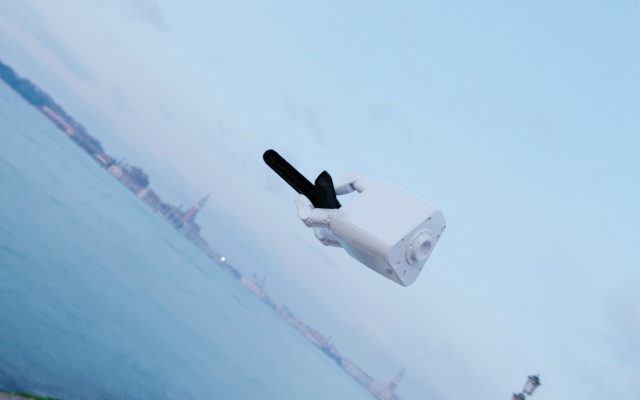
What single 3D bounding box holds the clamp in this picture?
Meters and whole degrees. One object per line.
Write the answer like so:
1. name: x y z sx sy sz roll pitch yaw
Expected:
1. clamp: 0.001 0.002 0.743 0.164 0.036 0.210 31 -16 45
